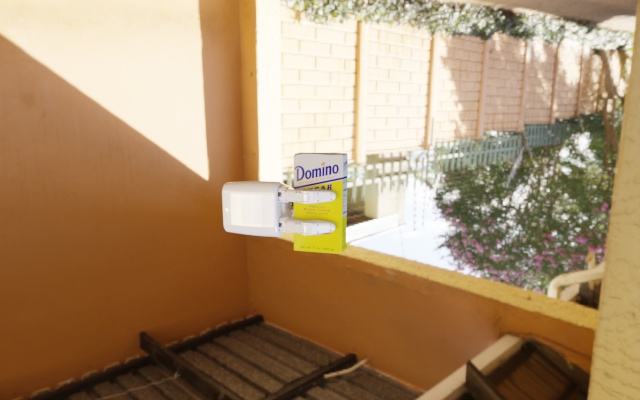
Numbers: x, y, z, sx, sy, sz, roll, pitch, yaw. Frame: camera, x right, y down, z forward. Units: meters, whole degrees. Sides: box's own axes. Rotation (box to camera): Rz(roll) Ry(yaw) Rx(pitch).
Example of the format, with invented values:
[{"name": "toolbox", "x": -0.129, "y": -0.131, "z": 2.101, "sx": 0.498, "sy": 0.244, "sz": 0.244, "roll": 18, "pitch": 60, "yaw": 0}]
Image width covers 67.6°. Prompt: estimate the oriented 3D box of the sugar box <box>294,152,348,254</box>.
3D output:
[{"name": "sugar box", "x": 0.000, "y": 0.003, "z": 0.854, "sx": 0.093, "sy": 0.176, "sz": 0.048, "roll": 2, "pitch": 11, "yaw": 16}]
